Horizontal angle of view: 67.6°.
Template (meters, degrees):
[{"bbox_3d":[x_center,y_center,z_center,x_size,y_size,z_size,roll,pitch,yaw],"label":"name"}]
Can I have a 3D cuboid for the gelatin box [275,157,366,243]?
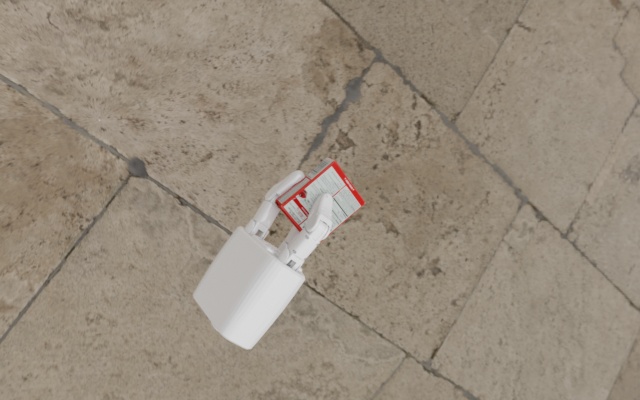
[{"bbox_3d":[0.001,0.002,0.593,0.089,0.073,0.030,-40,25,-5],"label":"gelatin box"}]
